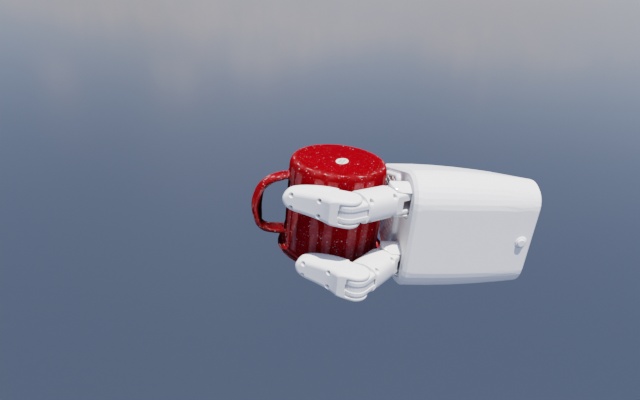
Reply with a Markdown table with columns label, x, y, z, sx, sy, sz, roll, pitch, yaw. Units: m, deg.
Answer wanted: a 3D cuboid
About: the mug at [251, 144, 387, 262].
| label | x | y | z | sx | sy | sz | roll | pitch | yaw |
| --- | --- | --- | --- | --- | --- | --- | --- | --- | --- |
| mug | -0.001 | 0.001 | 0.408 | 0.117 | 0.081 | 0.093 | 1 | 25 | -9 |
